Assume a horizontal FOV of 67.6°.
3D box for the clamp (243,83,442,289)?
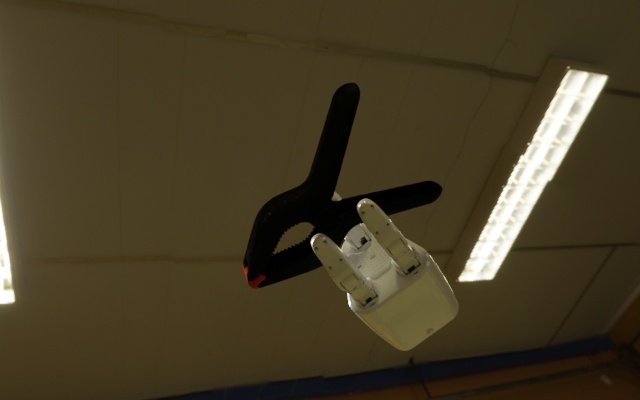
[{"bbox_3d":[0.000,0.002,0.453,0.210,0.165,0.036,-37,36,5],"label":"clamp"}]
